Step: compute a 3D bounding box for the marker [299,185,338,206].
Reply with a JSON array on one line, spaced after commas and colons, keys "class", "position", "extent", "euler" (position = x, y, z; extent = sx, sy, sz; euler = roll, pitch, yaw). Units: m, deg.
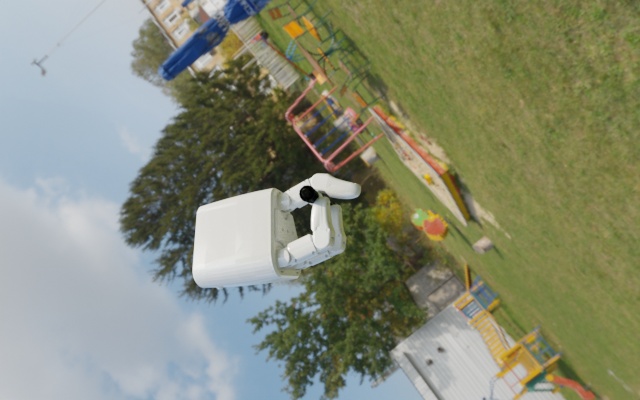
[{"class": "marker", "position": [0.000, 0.002, 0.582], "extent": [0.020, 0.020, 0.121], "euler": [0, -10, 17]}]
